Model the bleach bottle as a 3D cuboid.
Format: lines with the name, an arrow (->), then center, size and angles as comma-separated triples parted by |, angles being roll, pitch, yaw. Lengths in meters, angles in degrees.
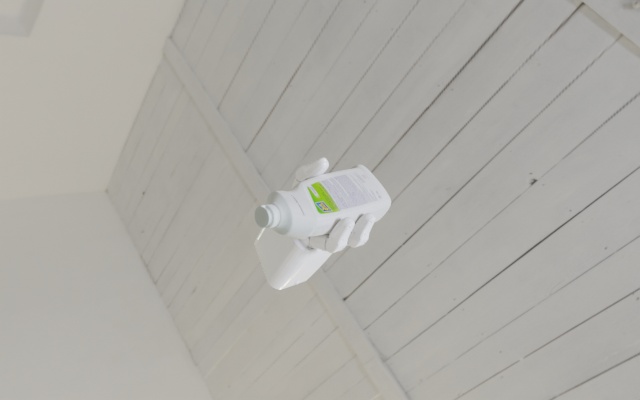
bleach bottle -> 0.000, 0.002, 0.716 | 0.251, 0.102, 0.068 | -9, -37, -49
